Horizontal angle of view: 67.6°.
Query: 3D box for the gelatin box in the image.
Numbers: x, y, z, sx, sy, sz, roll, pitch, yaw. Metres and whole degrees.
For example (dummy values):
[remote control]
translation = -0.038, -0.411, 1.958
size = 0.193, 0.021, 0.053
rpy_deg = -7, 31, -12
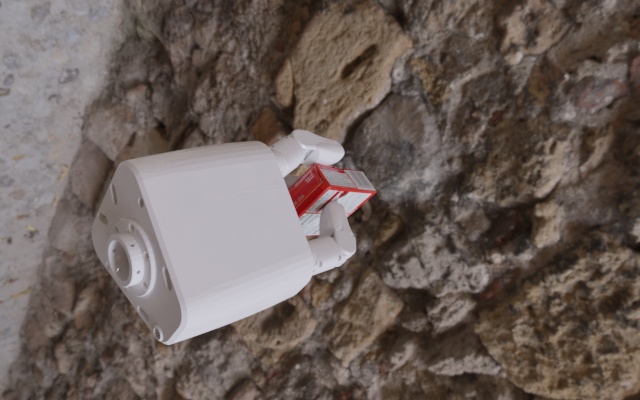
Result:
[gelatin box]
translation = 0.000, 0.002, 0.447
size = 0.073, 0.030, 0.089
rpy_deg = -43, -24, 25
